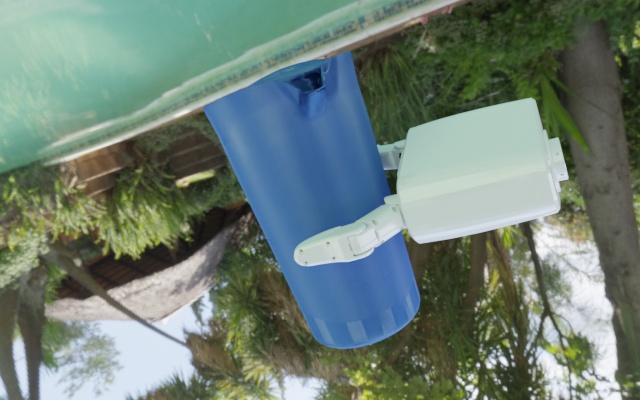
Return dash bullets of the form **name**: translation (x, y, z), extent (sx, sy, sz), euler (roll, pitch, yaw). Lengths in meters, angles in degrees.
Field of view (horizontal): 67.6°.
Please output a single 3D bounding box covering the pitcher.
- **pitcher**: translation (0.000, 0.001, 0.438), extent (0.145, 0.243, 0.149), euler (-14, 13, 27)
